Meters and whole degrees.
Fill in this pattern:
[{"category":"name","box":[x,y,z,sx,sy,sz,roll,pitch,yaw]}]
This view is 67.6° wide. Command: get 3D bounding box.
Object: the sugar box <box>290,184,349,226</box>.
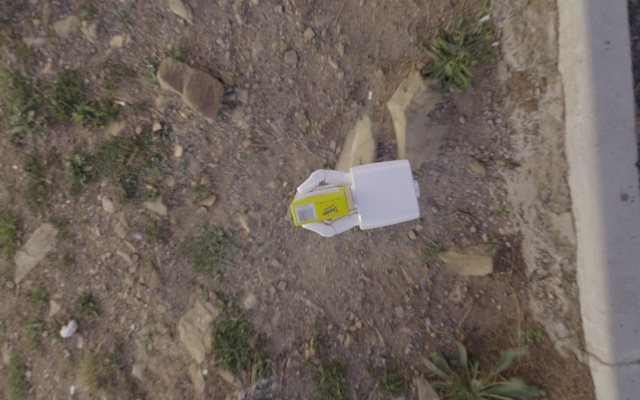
[{"category":"sugar box","box":[0.000,0.003,0.861,0.093,0.048,0.176,-12,5,3]}]
